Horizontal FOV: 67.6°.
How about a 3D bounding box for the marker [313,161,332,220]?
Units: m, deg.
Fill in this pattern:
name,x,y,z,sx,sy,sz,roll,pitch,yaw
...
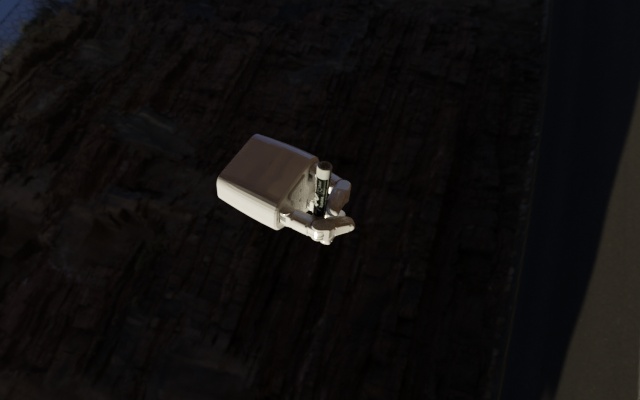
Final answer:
name,x,y,z,sx,sy,sz,roll,pitch,yaw
marker,0.000,0.002,0.622,0.020,0.121,0.020,4,42,-3
